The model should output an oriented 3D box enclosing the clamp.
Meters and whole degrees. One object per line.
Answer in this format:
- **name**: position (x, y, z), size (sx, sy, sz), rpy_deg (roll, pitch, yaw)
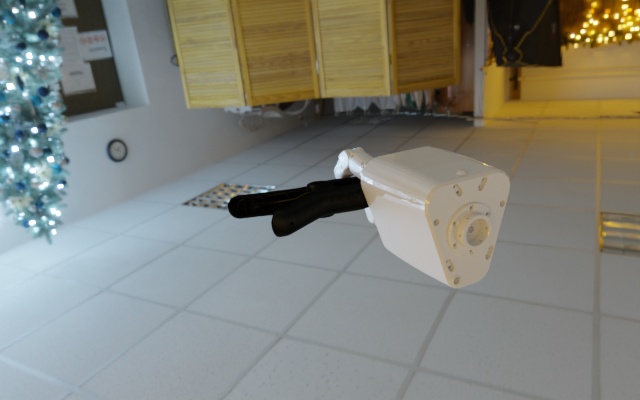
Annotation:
- **clamp**: position (0.000, 0.002, 0.491), size (0.171, 0.039, 0.120), rpy_deg (-13, 21, -20)
